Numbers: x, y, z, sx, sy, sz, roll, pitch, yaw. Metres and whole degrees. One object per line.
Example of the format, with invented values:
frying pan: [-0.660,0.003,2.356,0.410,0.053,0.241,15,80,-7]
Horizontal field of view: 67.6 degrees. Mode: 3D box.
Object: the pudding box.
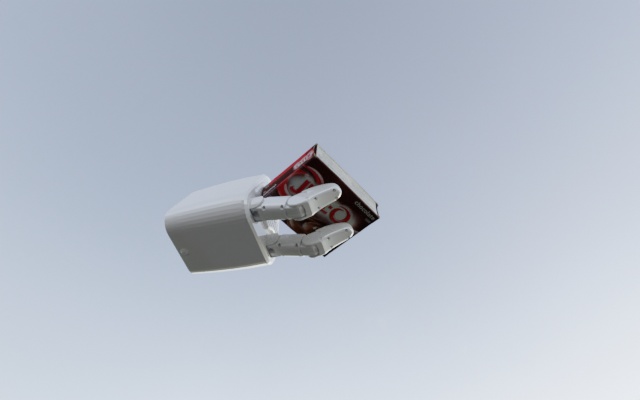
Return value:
pudding box: [0.000,0.002,0.562,0.090,0.113,0.039,-37,25,25]
